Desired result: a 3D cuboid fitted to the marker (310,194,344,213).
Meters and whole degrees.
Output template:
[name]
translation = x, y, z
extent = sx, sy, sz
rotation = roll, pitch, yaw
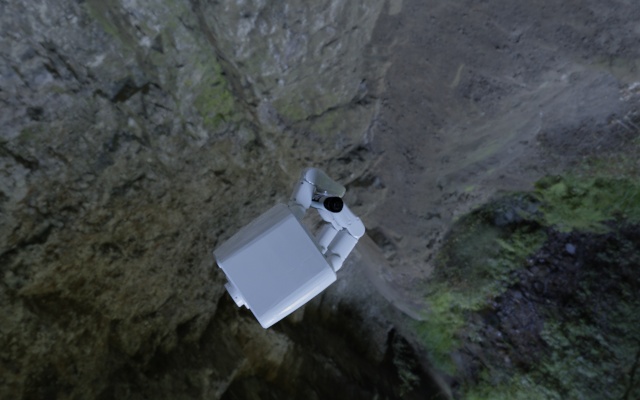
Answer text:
[marker]
translation = 0.000, 0.002, 0.581
extent = 0.020, 0.020, 0.121
rotation = 0, 4, -18
